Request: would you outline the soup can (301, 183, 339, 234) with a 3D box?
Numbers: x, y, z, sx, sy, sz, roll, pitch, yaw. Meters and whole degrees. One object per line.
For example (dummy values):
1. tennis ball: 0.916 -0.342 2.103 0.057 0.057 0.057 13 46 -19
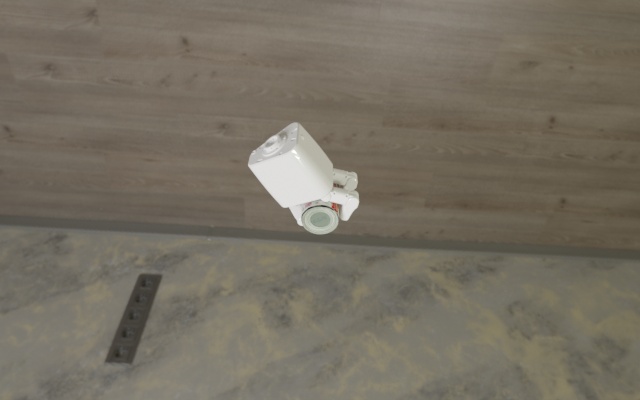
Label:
1. soup can: 0.000 0.003 0.865 0.068 0.069 0.102 0 40 1
